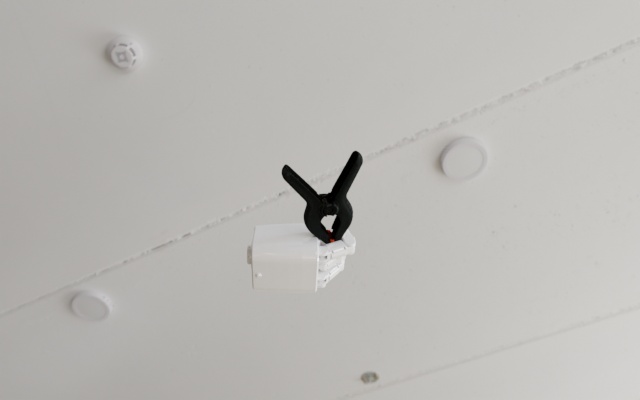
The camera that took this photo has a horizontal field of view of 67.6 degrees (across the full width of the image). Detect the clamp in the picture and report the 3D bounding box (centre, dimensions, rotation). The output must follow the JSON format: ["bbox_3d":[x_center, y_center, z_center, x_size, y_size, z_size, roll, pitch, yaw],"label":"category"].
[{"bbox_3d":[0.000,0.002,0.737,0.120,0.172,0.039,-1,34,-6],"label":"clamp"}]
